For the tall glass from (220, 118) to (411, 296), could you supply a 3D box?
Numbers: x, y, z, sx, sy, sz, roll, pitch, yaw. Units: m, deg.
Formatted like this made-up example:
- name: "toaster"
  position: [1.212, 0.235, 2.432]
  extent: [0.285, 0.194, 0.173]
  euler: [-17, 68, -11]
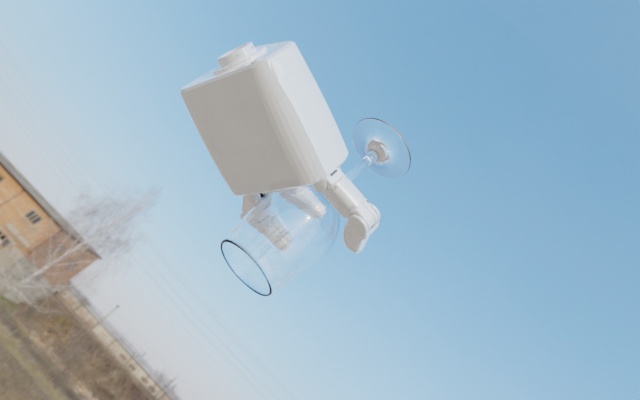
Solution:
- name: "tall glass"
  position: [0.001, 0.001, 0.456]
  extent: [0.201, 0.079, 0.079]
  euler: [-42, 24, -30]
